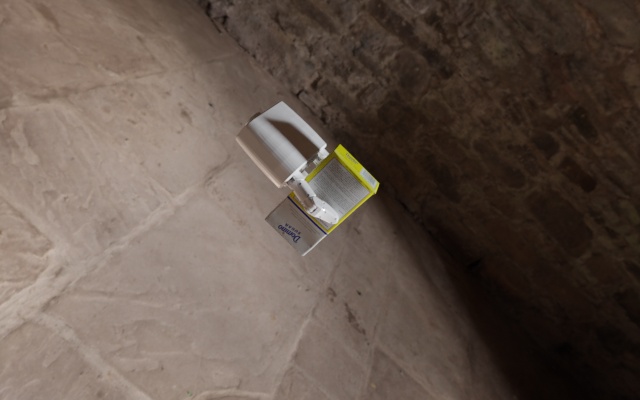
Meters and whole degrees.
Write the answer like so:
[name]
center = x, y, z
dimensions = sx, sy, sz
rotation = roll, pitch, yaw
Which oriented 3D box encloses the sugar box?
[sugar box]
center = 0.000, 0.002, 0.777
dimensions = 0.176, 0.093, 0.048
rotation = -42, 6, 28
